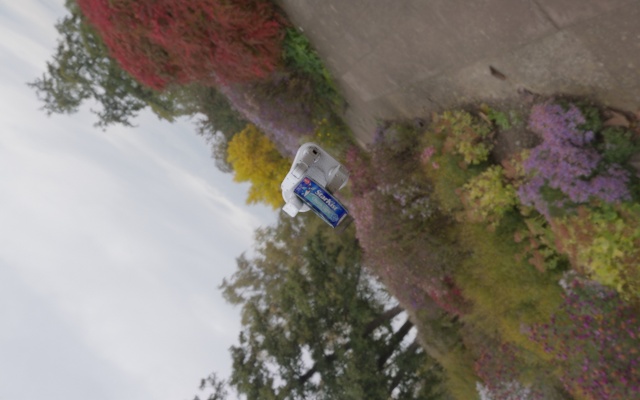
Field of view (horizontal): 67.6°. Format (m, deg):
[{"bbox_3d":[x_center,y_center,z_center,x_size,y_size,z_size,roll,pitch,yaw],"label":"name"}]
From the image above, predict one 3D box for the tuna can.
[{"bbox_3d":[0.000,0.003,0.721,0.086,0.034,0.086,41,-4,3],"label":"tuna can"}]
